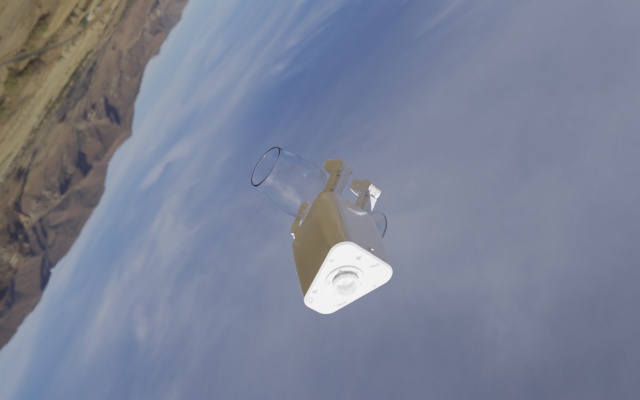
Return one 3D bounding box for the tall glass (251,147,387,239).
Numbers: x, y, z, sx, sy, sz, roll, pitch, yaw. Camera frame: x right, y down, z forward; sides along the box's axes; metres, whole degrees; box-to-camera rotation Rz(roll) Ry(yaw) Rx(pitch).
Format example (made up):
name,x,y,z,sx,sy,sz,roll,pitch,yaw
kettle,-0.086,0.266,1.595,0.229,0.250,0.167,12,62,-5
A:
name,x,y,z,sx,sy,sz,roll,pitch,yaw
tall glass,0.001,0.003,0.680,0.201,0.079,0.079,33,-17,-27
